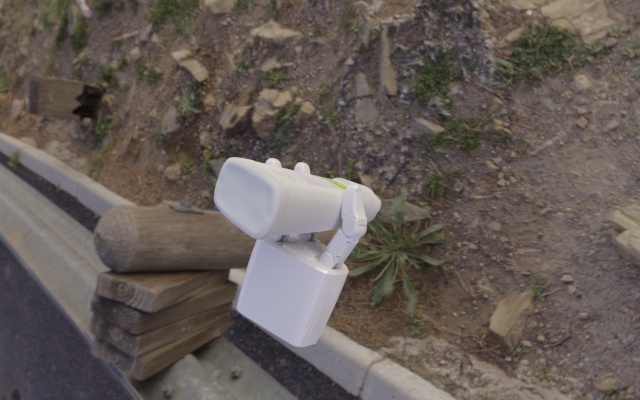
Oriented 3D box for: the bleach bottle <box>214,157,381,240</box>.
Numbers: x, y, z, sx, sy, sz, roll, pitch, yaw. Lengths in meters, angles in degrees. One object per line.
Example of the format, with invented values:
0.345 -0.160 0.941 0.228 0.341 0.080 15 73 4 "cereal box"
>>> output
0.000 0.002 0.581 0.102 0.068 0.251 31 16 37 "bleach bottle"
